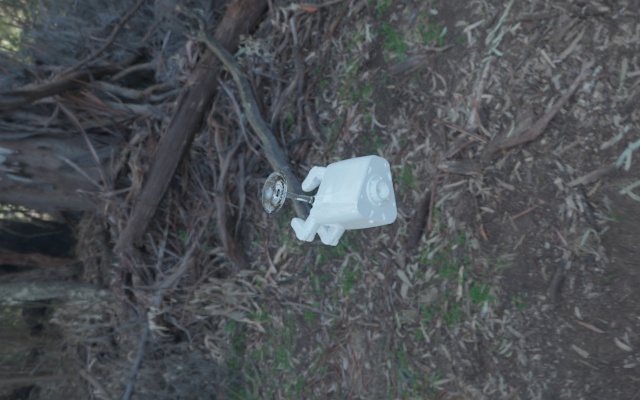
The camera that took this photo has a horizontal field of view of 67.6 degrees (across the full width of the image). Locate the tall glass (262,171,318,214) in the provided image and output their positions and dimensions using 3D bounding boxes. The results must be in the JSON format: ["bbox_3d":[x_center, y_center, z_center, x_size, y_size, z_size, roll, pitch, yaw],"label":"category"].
[{"bbox_3d":[0.000,0.003,0.860,0.201,0.079,0.079,12,-7,-37],"label":"tall glass"}]
